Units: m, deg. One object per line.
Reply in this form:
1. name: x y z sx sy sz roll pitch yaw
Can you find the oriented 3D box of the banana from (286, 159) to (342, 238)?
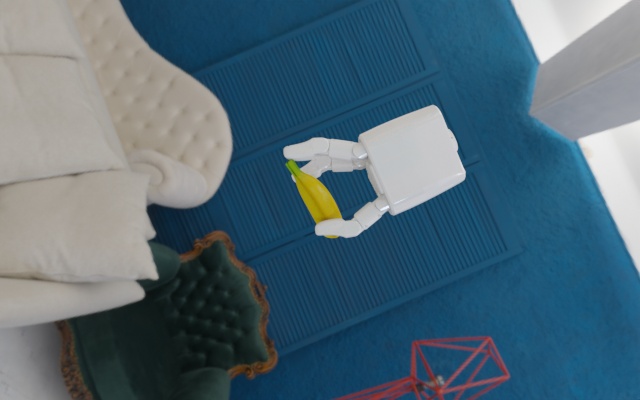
1. banana: 0.006 0.015 0.677 0.037 0.069 0.198 -26 -33 1
